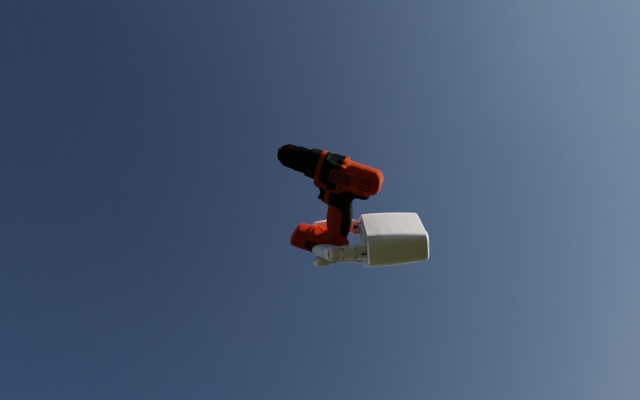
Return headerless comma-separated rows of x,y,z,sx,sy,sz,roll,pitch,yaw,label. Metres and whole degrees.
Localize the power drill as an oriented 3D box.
0.000,0.003,0.837,0.184,0.188,0.057,19,32,8,power drill
